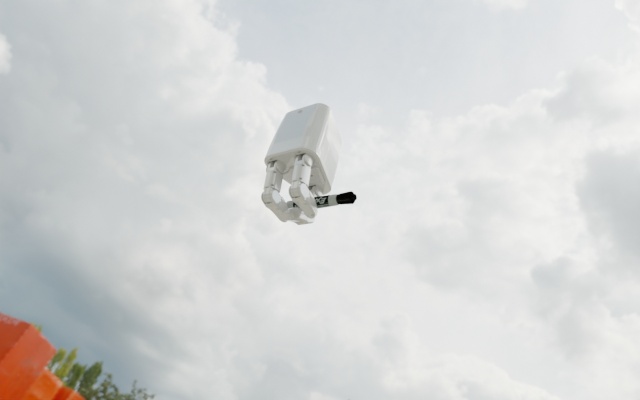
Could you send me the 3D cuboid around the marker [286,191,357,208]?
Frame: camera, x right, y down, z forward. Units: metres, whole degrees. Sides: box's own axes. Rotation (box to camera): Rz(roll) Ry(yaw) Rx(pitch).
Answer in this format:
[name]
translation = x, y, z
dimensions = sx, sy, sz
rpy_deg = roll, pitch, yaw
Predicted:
[marker]
translation = 0.000, 0.002, 0.716
dimensions = 0.121, 0.020, 0.020
rpy_deg = -9, -5, 33
